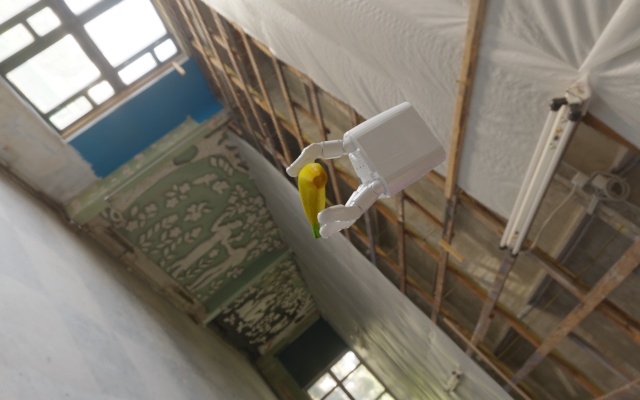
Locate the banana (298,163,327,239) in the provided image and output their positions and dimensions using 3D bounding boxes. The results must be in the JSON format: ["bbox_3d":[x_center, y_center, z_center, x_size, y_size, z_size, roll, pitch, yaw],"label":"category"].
[{"bbox_3d":[-0.007,-0.012,0.678,0.037,0.069,0.198,-22,-23,-8],"label":"banana"}]
